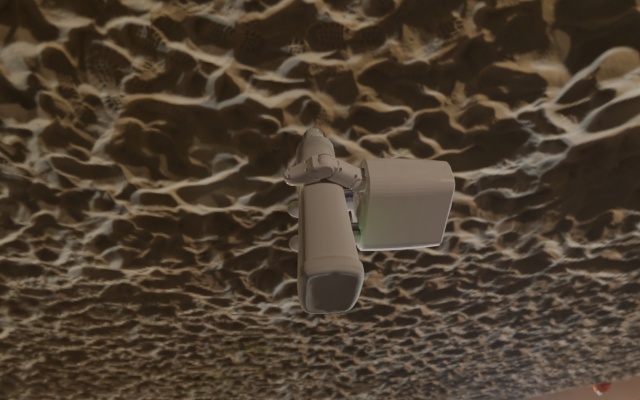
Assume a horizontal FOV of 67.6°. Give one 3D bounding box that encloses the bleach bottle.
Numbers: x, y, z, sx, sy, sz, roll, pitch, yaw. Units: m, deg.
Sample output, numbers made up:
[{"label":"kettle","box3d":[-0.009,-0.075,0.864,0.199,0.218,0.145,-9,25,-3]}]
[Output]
[{"label":"bleach bottle","box3d":[0.000,0.002,0.577,0.068,0.250,0.103,-1,-39,-6]}]
